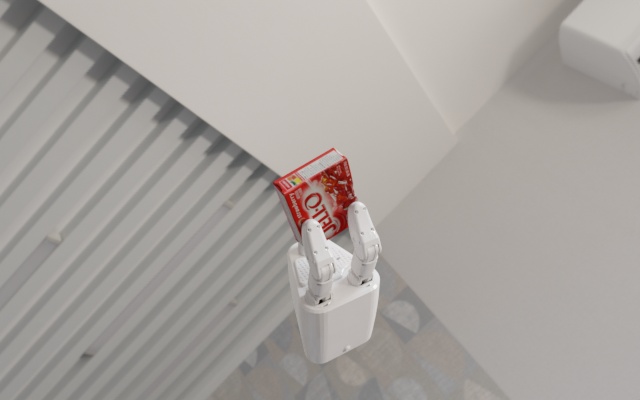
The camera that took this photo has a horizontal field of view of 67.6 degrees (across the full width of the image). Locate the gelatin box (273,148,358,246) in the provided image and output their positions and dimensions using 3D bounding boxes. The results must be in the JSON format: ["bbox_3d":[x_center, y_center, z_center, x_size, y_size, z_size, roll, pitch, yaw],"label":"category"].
[{"bbox_3d":[0.000,0.001,0.490,0.073,0.089,0.030,-31,43,-14],"label":"gelatin box"}]
